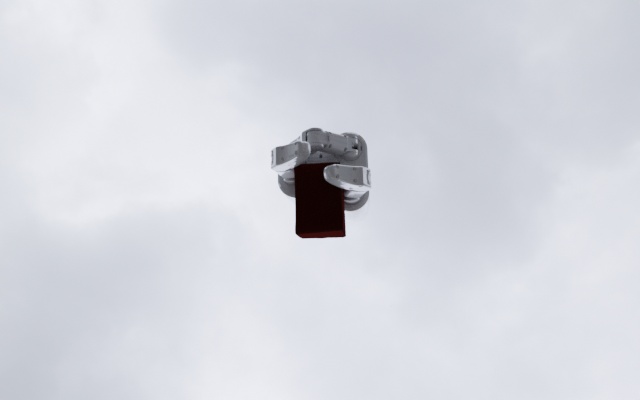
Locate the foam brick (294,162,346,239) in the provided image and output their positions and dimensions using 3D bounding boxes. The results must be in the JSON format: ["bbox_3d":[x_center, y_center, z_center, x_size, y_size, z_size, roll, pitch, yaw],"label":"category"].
[{"bbox_3d":[0.000,0.002,0.530,0.053,0.078,0.051,-3,-14,5],"label":"foam brick"}]
